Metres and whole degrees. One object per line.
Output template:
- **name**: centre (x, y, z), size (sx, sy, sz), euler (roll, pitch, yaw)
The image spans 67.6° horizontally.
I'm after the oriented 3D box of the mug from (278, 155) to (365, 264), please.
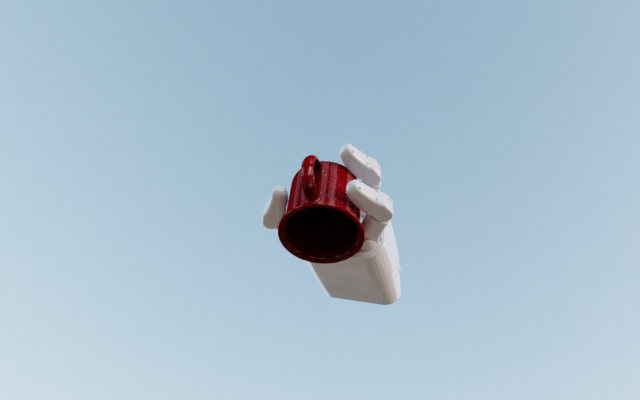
- **mug**: centre (0.000, 0.001, 0.525), size (0.093, 0.117, 0.081), euler (-10, 42, 14)
